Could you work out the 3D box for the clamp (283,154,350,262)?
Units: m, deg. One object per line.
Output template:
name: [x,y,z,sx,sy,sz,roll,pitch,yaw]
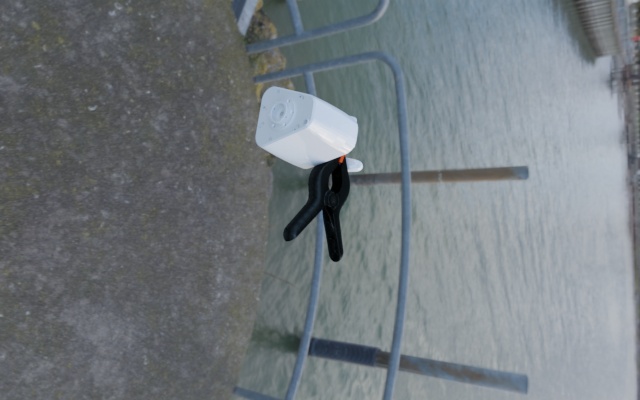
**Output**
clamp: [0.001,0.002,0.731,0.039,0.171,0.120,-3,-15,39]
